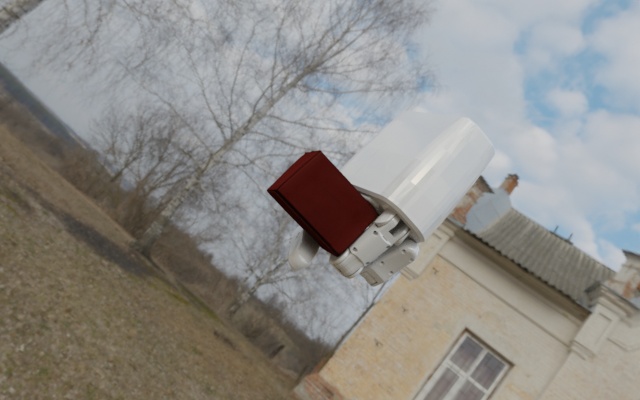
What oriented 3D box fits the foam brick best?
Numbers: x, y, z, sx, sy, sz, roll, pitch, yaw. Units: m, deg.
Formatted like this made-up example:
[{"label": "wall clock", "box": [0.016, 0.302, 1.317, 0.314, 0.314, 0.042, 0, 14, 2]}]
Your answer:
[{"label": "foam brick", "box": [0.000, 0.001, 0.413, 0.051, 0.078, 0.053, -45, 14, -8]}]
